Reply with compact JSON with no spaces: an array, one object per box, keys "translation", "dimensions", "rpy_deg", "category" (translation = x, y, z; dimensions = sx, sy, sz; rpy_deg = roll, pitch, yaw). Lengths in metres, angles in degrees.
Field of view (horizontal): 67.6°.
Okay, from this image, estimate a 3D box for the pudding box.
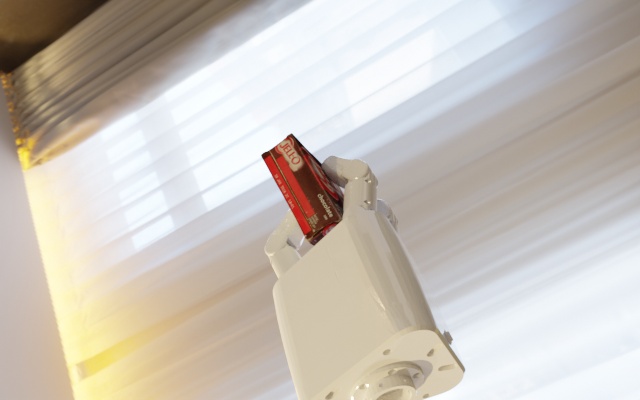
[{"translation":[0.000,0.002,0.429],"dimensions":[0.039,0.090,0.113],"rpy_deg":[-32,-22,6],"category":"pudding box"}]
